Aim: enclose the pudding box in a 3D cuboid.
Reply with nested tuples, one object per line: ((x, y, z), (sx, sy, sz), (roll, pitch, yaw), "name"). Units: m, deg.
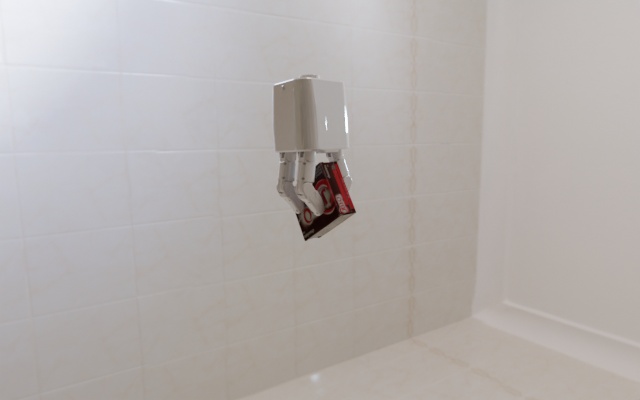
((0.000, 0.002, 0.758), (0.039, 0.090, 0.113), (-8, -20, -33), "pudding box")
